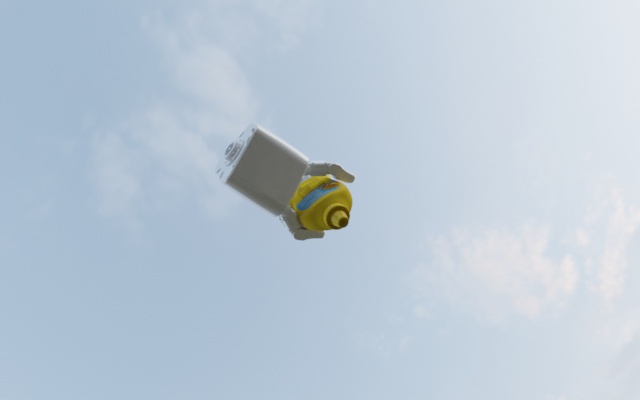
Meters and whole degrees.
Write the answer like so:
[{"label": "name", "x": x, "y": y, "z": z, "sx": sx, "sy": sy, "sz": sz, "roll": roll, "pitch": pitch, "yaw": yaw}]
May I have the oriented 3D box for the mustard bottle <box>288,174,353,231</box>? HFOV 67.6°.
[{"label": "mustard bottle", "x": 0.000, "y": 0.003, "z": 0.796, "sx": 0.096, "sy": 0.058, "sz": 0.191, "roll": -33, "pitch": 27, "yaw": -9}]
